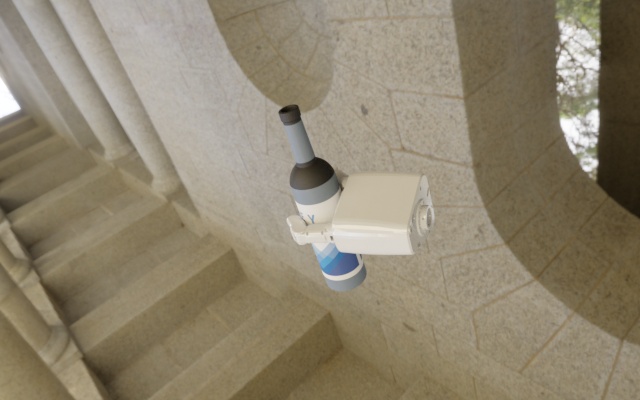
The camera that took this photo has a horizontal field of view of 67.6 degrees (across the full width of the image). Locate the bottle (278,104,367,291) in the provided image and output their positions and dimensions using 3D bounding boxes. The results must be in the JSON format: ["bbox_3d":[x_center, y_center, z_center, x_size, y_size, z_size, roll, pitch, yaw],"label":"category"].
[{"bbox_3d":[0.000,0.002,0.685,0.069,0.296,0.069,-14,32,9],"label":"bottle"}]
